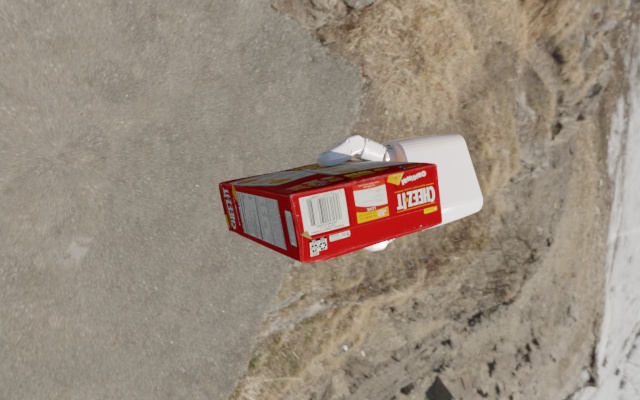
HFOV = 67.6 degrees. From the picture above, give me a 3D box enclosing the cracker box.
[{"bbox_3d":[0.000,0.002,0.531,0.164,0.072,0.213,-13,11,-27],"label":"cracker box"}]
